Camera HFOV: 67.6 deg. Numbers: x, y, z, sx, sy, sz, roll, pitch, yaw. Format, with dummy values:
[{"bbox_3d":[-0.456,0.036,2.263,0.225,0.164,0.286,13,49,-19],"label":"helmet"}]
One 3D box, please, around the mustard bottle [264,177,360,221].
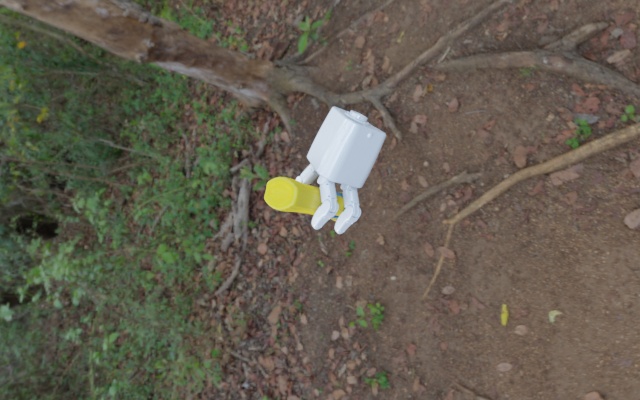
[{"bbox_3d":[0.000,0.003,0.869,0.191,0.058,0.096,12,-3,-40],"label":"mustard bottle"}]
